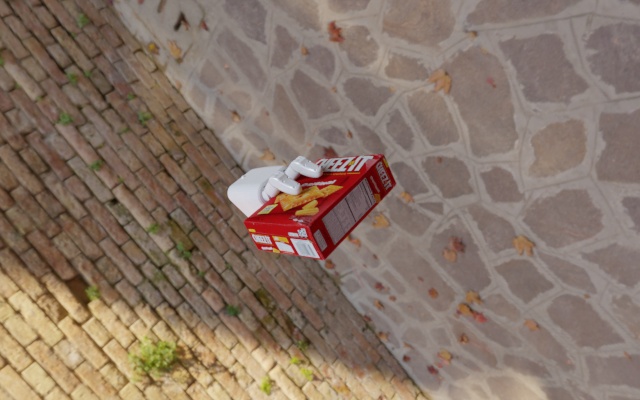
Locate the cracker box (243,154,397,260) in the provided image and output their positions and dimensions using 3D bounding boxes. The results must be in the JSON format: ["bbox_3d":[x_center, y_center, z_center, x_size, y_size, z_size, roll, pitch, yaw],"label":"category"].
[{"bbox_3d":[0.000,0.003,0.811,0.164,0.072,0.213,2,36,46],"label":"cracker box"}]
